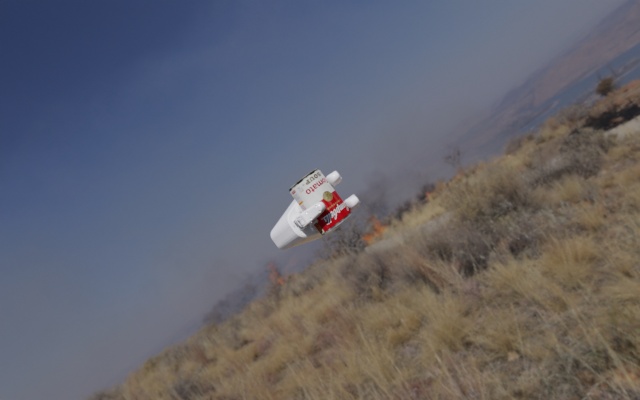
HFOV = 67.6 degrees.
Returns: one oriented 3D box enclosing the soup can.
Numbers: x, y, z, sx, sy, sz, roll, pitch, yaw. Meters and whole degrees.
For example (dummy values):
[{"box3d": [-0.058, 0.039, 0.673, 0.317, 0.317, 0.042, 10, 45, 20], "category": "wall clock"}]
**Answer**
[{"box3d": [0.000, 0.002, 0.848, 0.068, 0.102, 0.068, -37, -2, -1], "category": "soup can"}]
